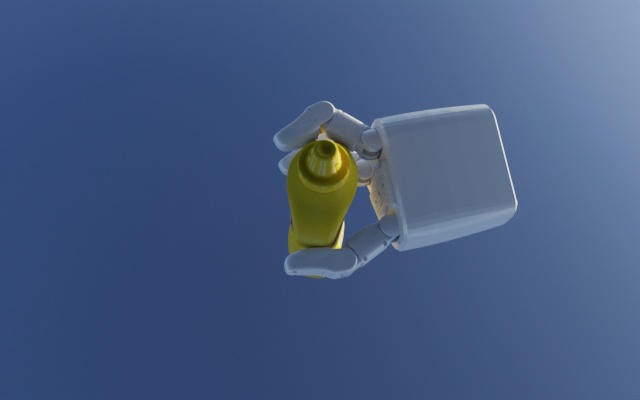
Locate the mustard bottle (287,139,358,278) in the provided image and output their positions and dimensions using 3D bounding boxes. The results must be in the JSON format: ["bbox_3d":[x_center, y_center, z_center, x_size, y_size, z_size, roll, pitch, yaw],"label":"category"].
[{"bbox_3d":[0.000,0.002,0.433,0.058,0.096,0.192,11,-24,1],"label":"mustard bottle"}]
